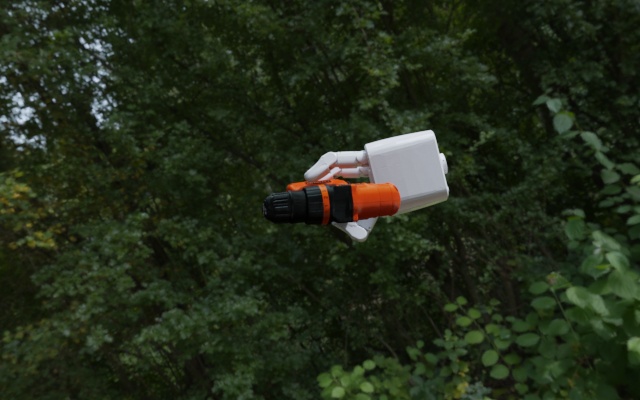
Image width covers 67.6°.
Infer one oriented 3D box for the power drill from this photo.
[{"bbox_3d":[0.000,0.002,0.691,0.184,0.057,0.187,-3,5,-13],"label":"power drill"}]
